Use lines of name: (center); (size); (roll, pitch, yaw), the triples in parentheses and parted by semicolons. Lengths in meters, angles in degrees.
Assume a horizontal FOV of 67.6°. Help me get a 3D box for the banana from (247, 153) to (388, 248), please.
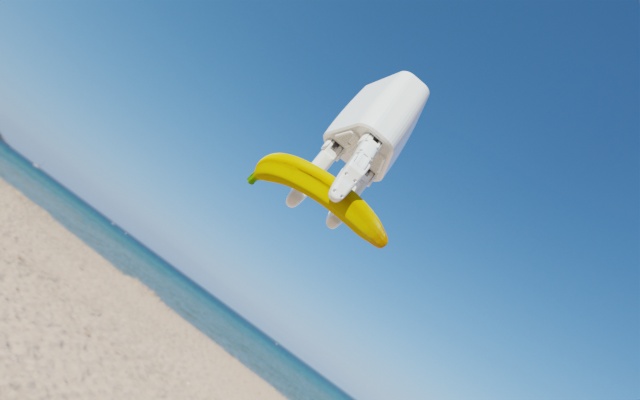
banana: (-0.003, -0.010, 0.570); (0.198, 0.037, 0.070); (28, -29, 16)
